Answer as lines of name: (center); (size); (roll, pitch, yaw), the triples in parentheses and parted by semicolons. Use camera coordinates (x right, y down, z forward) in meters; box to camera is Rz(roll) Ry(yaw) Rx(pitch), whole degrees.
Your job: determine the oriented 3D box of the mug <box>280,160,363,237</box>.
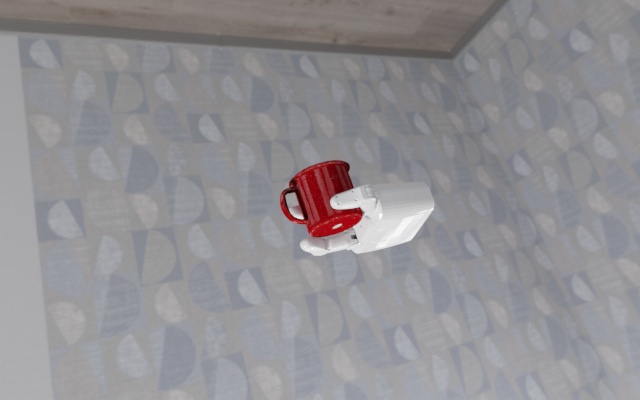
mug: (-0.001, 0.003, 0.671); (0.117, 0.081, 0.093); (-8, -22, -28)
